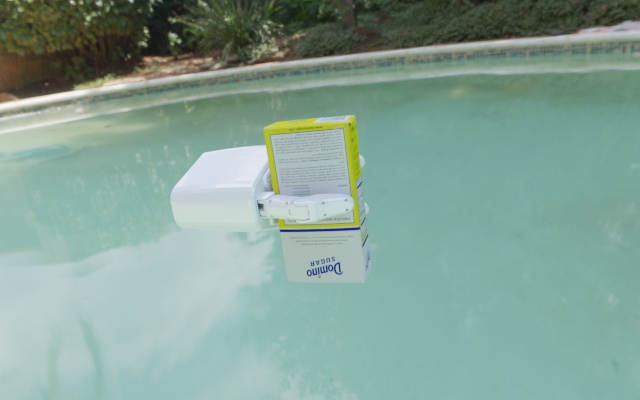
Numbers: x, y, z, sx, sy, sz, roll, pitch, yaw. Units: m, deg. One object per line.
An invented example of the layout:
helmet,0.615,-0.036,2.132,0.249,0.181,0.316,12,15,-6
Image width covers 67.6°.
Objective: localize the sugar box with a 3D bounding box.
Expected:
sugar box,0.000,0.001,0.517,0.093,0.176,0.048,-2,20,17
